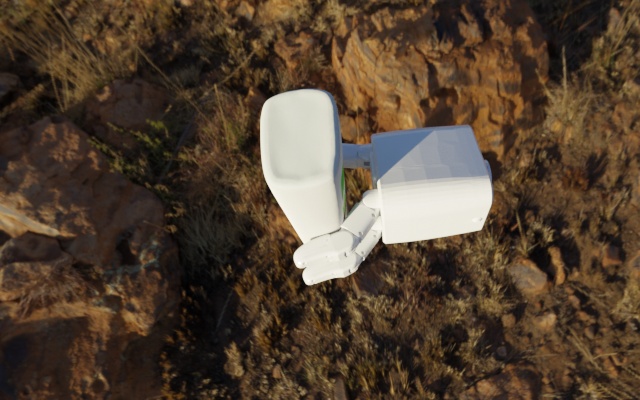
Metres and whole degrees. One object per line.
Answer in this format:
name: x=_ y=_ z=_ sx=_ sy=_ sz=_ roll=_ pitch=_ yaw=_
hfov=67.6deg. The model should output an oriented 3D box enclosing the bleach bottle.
bleach bottle: x=0.000 y=0.002 z=0.503 sx=0.068 sy=0.102 sz=0.251 roll=-6 pitch=-26 yaw=6
